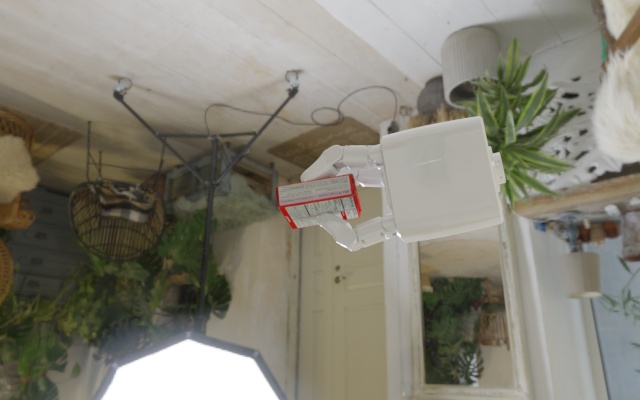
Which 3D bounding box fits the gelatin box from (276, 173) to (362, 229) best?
[{"bbox_3d":[0.000,0.002,0.554,0.089,0.030,0.073,-10,-23,6],"label":"gelatin box"}]
